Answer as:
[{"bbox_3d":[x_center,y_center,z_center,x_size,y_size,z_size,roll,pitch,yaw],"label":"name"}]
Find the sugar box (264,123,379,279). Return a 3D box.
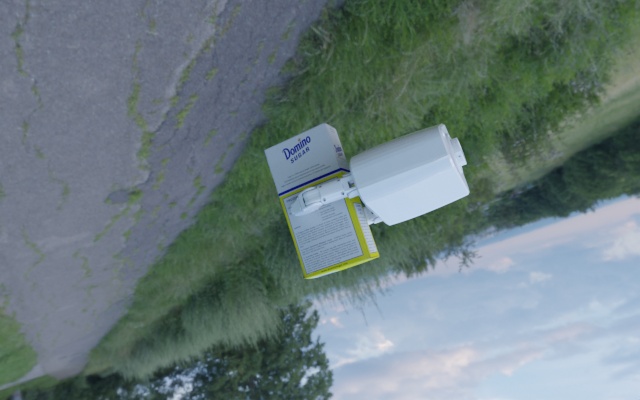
[{"bbox_3d":[0.000,0.002,0.602,0.093,0.176,0.048,-21,-12,20],"label":"sugar box"}]
